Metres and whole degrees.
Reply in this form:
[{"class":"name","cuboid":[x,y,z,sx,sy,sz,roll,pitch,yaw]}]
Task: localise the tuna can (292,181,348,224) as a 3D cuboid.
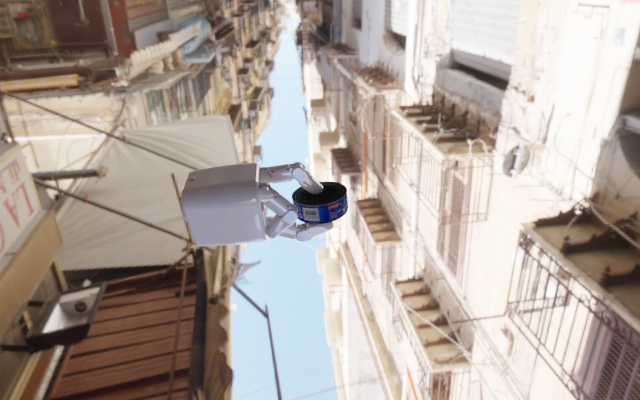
[{"class":"tuna can","cuboid":[0.000,0.003,0.737,0.086,0.034,0.086,-6,25,3]}]
